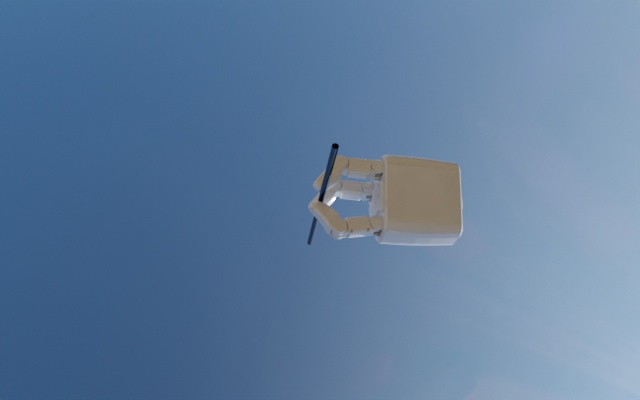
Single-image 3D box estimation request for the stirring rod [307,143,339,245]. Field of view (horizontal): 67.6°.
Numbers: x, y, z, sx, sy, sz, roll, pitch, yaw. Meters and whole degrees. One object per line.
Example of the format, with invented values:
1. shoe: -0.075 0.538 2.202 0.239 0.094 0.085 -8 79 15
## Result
1. stirring rod: 0.000 0.002 0.630 0.011 0.011 0.240 0 -31 -9
